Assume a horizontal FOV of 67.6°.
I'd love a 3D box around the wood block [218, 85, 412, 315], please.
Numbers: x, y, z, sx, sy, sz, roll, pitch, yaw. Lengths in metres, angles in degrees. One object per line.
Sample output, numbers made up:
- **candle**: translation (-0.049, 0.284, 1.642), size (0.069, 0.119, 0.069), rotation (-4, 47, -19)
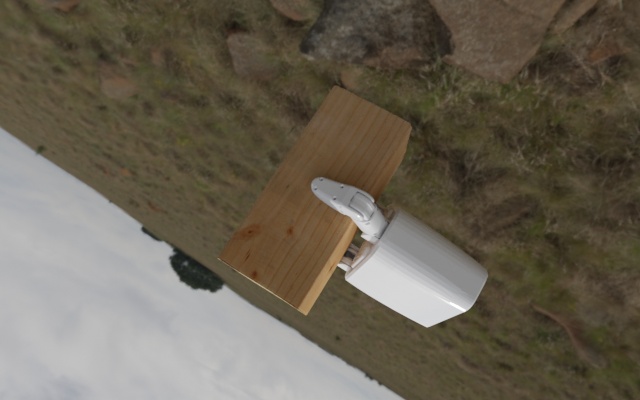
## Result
- **wood block**: translation (0.000, 0.002, 0.487), size (0.090, 0.206, 0.091), rotation (30, -13, 12)
